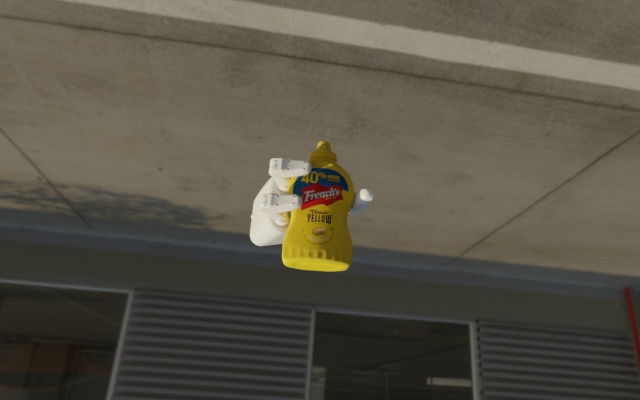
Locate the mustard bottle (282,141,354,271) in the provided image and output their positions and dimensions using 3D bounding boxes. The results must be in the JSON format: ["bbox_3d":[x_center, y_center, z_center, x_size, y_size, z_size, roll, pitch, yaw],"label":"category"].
[{"bbox_3d":[0.000,0.002,0.688,0.096,0.191,0.058,3,-22,1],"label":"mustard bottle"}]
